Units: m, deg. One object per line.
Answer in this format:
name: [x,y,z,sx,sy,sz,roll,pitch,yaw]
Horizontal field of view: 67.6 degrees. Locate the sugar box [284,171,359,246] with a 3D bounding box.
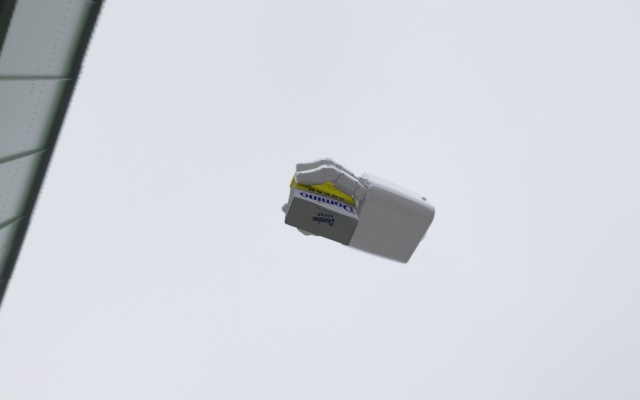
sugar box: [0.000,0.002,0.693,0.093,0.048,0.176,20,13,-8]
